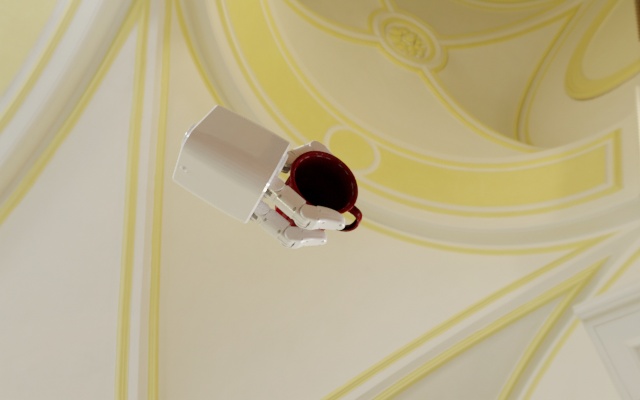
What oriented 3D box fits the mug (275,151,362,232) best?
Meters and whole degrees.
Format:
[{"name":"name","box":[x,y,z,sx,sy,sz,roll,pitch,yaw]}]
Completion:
[{"name":"mug","box":[0.001,0.003,0.626,0.117,0.093,0.081,31,-38,-7]}]
